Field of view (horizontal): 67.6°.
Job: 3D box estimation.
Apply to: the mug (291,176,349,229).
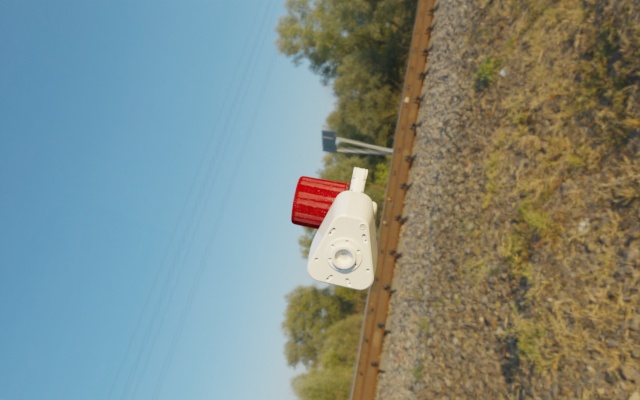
[{"bbox_3d":[0.000,0.002,0.792,0.081,0.093,0.117,11,17,3],"label":"mug"}]
